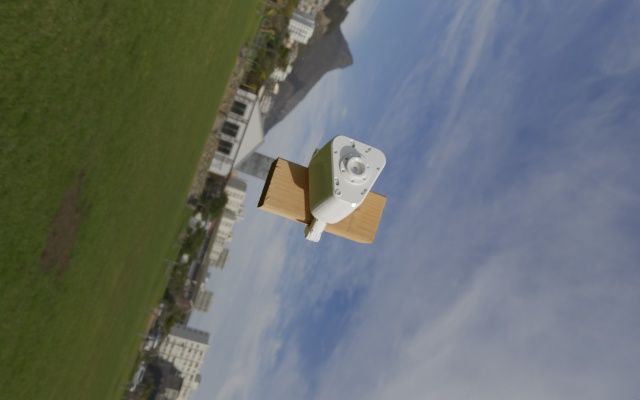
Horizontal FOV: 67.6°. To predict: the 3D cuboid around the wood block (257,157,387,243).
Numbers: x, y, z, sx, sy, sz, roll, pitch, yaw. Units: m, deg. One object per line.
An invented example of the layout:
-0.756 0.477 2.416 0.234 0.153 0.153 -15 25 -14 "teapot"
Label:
0.000 0.003 0.865 0.206 0.091 0.090 20 -7 -12 "wood block"
